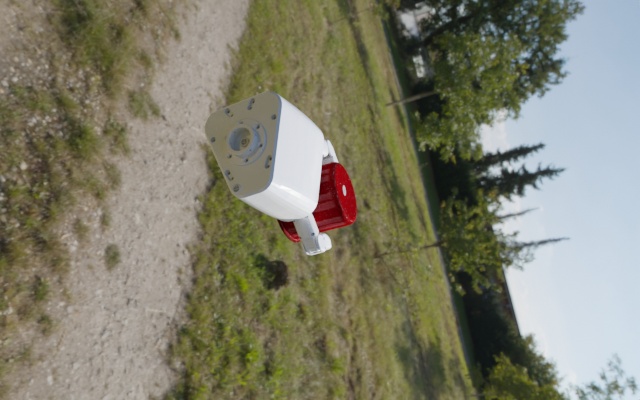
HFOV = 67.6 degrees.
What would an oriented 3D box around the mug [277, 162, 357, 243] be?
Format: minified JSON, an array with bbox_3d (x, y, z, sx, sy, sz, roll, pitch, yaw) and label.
[{"bbox_3d":[0.001,0.002,0.617,0.081,0.093,0.117,-15,-17,19],"label":"mug"}]
